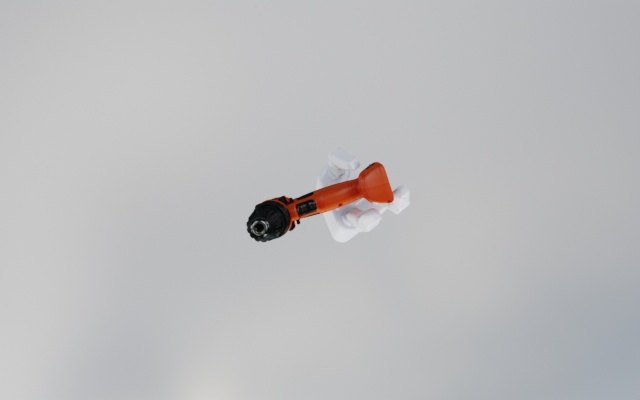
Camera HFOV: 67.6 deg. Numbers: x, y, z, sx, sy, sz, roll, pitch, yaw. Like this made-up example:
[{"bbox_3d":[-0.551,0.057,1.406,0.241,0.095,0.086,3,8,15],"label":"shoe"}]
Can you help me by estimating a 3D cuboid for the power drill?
[{"bbox_3d":[0.001,0.002,0.638,0.187,0.057,0.184,-17,6,6],"label":"power drill"}]
